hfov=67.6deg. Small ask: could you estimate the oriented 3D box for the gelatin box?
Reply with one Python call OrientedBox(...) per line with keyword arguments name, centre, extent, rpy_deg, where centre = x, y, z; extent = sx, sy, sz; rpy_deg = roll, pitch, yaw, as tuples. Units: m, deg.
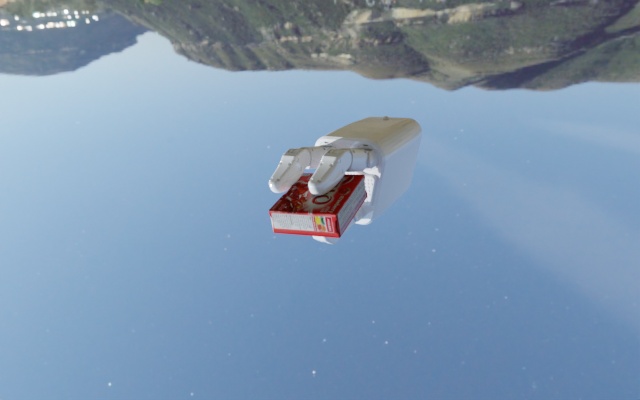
OrientedBox(name="gelatin box", centre=(0.000, 0.002, 0.491), extent=(0.073, 0.030, 0.089), rpy_deg=(3, 30, 24))
